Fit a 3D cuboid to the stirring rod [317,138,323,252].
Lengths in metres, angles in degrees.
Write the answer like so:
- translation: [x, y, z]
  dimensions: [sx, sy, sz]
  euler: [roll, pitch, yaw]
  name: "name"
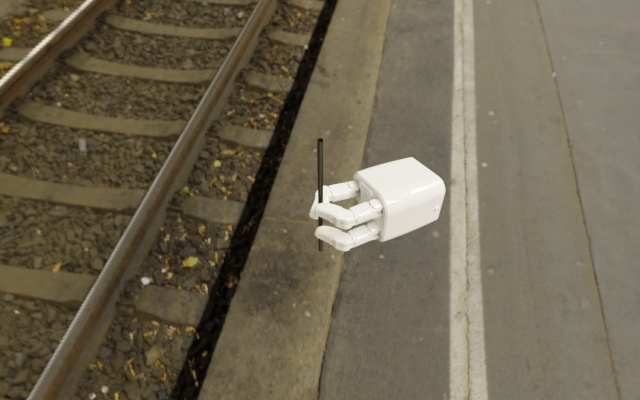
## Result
- translation: [0.000, 0.002, 0.706]
  dimensions: [0.011, 0.011, 0.240]
  euler: [0, -42, 0]
  name: "stirring rod"
